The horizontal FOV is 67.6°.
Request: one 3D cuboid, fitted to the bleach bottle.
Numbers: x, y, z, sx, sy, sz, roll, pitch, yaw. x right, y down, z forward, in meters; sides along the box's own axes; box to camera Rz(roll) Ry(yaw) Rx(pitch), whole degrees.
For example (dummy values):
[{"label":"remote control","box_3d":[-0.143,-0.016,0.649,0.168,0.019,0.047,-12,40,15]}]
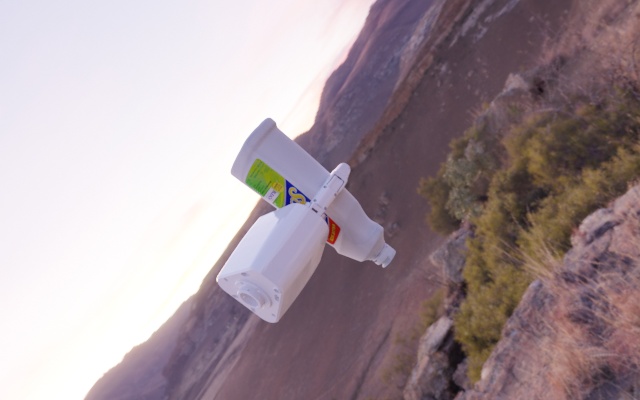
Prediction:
[{"label":"bleach bottle","box_3d":[0.000,0.002,0.652,0.251,0.068,0.103,37,-38,-3]}]
